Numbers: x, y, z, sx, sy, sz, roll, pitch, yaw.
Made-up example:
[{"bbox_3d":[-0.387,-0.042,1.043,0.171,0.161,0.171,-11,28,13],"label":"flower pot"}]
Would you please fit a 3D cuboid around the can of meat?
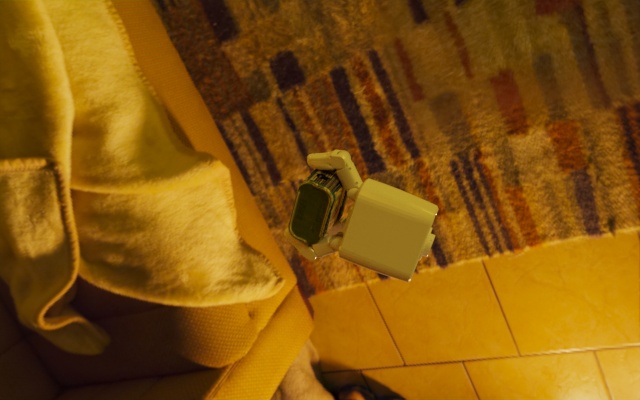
[{"bbox_3d":[0.000,0.002,0.683,0.057,0.102,0.084,23,33,12],"label":"can of meat"}]
